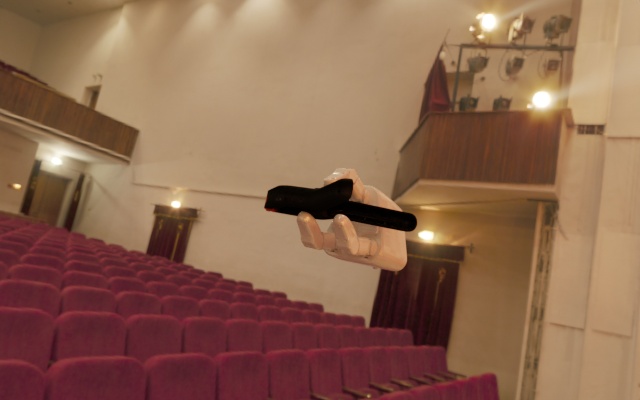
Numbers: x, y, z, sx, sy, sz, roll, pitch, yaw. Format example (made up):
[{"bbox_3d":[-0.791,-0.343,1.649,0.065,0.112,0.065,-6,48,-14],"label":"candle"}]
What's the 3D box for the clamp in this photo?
[{"bbox_3d":[0.000,0.001,0.616,0.210,0.036,0.165,5,-14,33],"label":"clamp"}]
